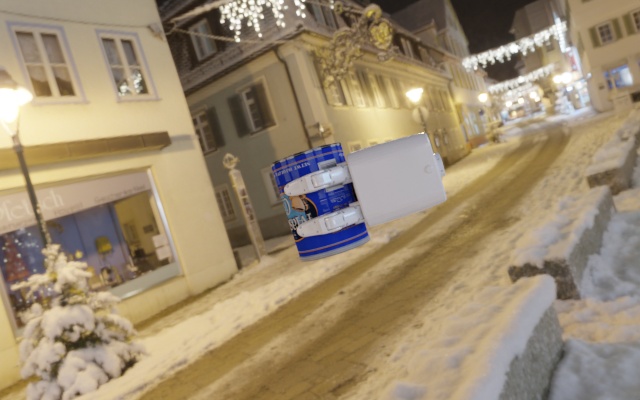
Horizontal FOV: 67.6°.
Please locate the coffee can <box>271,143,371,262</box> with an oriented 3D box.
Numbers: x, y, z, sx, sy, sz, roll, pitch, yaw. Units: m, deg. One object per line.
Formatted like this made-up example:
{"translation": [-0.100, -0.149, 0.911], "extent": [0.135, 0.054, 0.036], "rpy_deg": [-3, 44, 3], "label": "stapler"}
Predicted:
{"translation": [0.000, 0.002, 0.662], "extent": [0.103, 0.140, 0.103], "rpy_deg": [-17, 1, 0], "label": "coffee can"}
